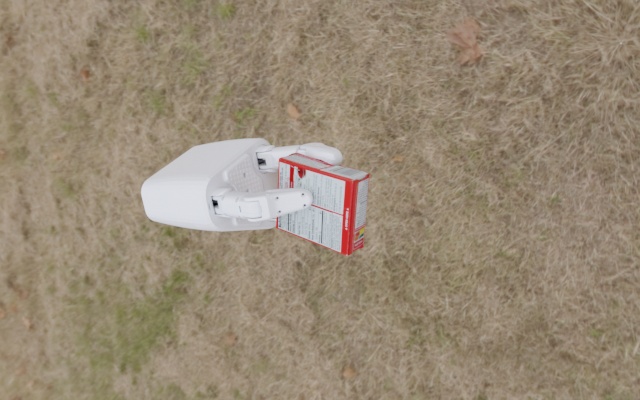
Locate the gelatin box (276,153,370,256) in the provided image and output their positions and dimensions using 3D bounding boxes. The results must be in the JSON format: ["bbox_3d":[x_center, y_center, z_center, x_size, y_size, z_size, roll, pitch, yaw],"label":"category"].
[{"bbox_3d":[0.000,0.002,0.442,0.089,0.073,0.030,19,27,34],"label":"gelatin box"}]
